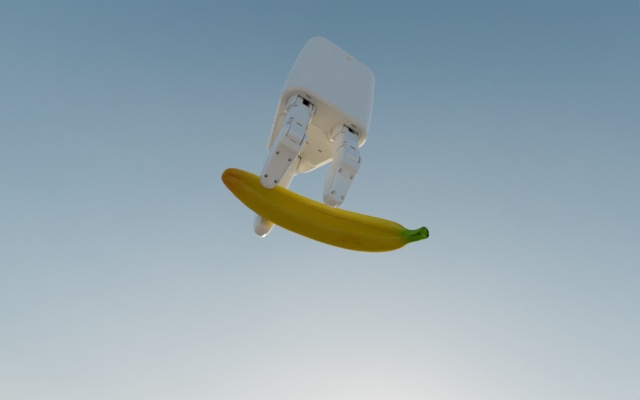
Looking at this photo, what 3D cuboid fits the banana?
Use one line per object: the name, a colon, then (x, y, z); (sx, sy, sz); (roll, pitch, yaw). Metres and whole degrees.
banana: (0.001, 0.013, 0.464); (0.198, 0.037, 0.070); (15, -37, 2)
